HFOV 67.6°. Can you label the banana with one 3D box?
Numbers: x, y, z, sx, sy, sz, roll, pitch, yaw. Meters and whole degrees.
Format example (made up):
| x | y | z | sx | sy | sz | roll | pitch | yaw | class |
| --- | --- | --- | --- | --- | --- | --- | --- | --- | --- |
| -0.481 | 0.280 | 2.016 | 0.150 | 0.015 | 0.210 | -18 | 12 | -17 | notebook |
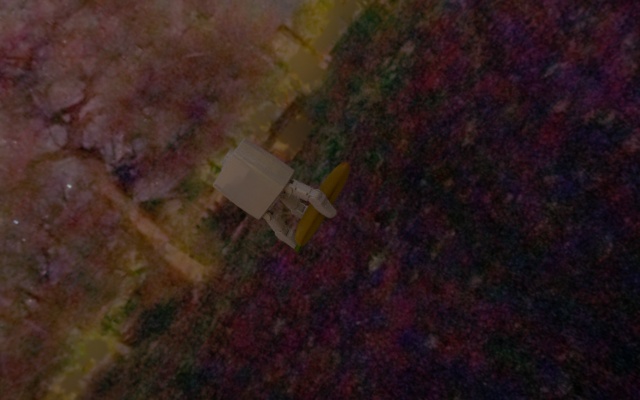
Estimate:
| x | y | z | sx | sy | sz | roll | pitch | yaw | class |
| --- | --- | --- | --- | --- | --- | --- | --- | --- | --- |
| 0.002 | 0.004 | 0.881 | 0.037 | 0.197 | 0.069 | 33 | -11 | -6 | banana |
